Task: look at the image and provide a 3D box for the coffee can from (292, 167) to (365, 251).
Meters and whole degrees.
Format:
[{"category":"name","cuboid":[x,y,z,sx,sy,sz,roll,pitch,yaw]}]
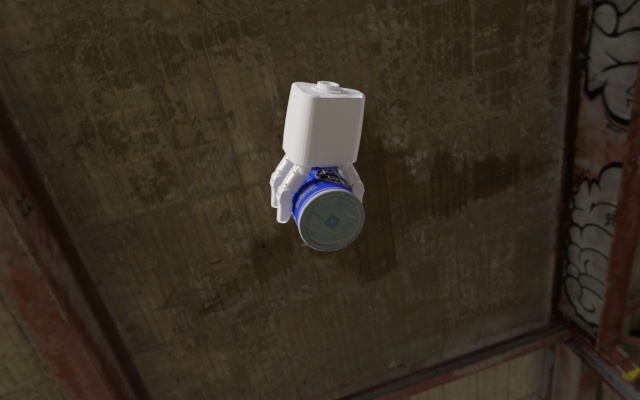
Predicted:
[{"category":"coffee can","cuboid":[0.000,0.003,0.769,0.103,0.103,0.140,0,25,-17]}]
